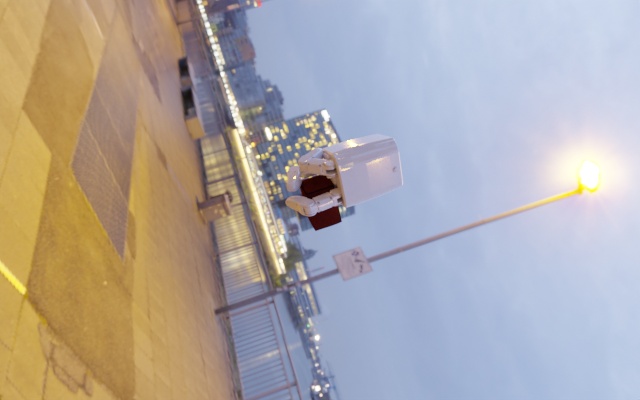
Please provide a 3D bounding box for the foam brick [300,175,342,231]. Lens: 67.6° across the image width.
[{"bbox_3d":[0.000,0.003,0.822,0.051,0.078,0.053,-18,32,-8],"label":"foam brick"}]
